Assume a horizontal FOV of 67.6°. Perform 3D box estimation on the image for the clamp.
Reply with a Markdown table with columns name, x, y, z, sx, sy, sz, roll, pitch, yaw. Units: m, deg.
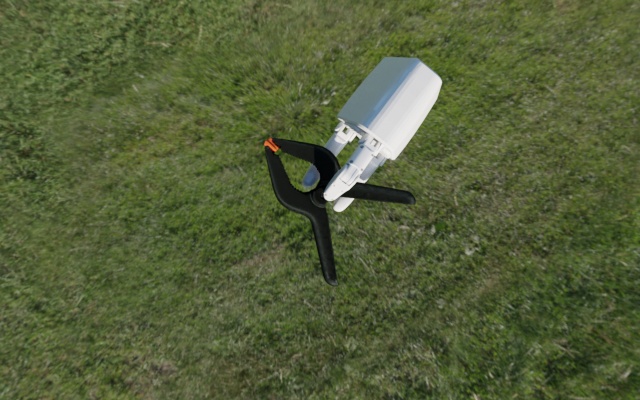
| name | x | y | z | sx | sy | sz | roll | pitch | yaw |
| --- | --- | --- | --- | --- | --- | --- | --- | --- | --- |
| clamp | 0.000 | 0.002 | 0.629 | 0.210 | 0.164 | 0.036 | 37 | 0 | -8 |
